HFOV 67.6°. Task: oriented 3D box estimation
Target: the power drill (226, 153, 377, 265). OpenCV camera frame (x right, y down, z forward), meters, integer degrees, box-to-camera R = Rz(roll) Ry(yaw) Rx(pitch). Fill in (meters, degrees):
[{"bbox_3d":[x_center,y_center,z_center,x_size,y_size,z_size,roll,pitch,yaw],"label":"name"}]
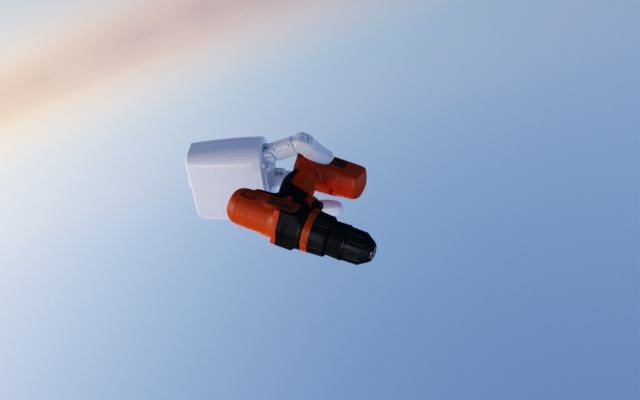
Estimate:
[{"bbox_3d":[0.000,0.002,0.614,0.184,0.057,0.187,20,29,12],"label":"power drill"}]
